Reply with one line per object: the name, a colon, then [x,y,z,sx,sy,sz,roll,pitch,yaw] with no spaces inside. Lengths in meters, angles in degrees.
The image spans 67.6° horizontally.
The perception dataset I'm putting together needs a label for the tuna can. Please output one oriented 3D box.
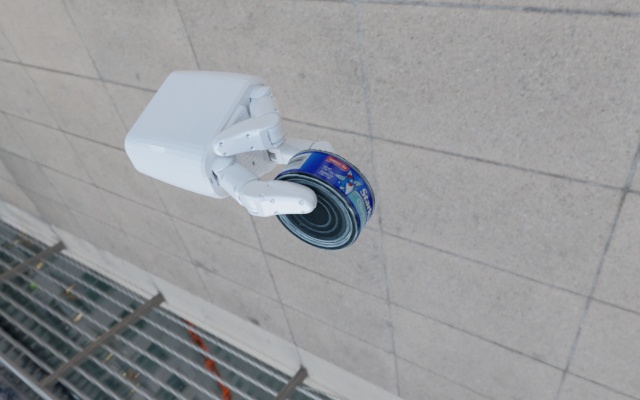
tuna can: [0.000,0.002,0.401,0.086,0.086,0.033,0,39,36]
